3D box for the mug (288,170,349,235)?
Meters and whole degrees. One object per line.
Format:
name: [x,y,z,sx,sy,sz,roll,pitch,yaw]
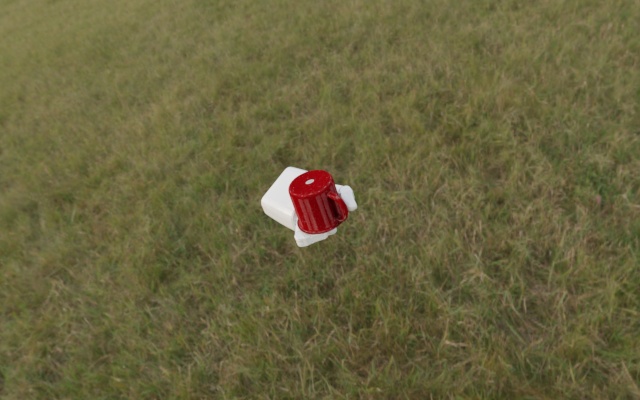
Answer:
mug: [0.001,0.003,0.835,0.117,0.081,0.093,20,50,43]
